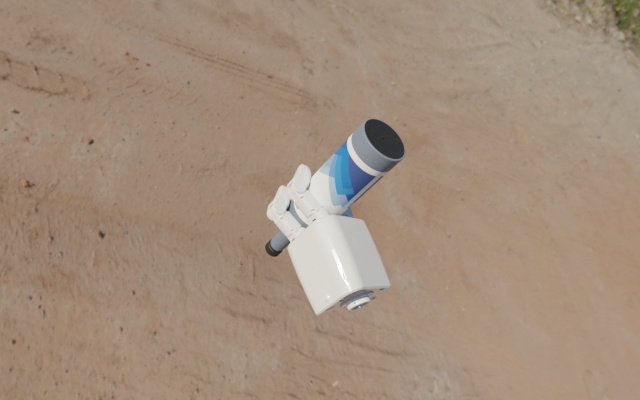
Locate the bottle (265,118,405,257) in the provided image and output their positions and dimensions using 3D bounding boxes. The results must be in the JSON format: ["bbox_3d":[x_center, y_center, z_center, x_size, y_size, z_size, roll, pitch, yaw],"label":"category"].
[{"bbox_3d":[0.000,0.002,0.682,0.069,0.069,0.296,0,-32,-39],"label":"bottle"}]
